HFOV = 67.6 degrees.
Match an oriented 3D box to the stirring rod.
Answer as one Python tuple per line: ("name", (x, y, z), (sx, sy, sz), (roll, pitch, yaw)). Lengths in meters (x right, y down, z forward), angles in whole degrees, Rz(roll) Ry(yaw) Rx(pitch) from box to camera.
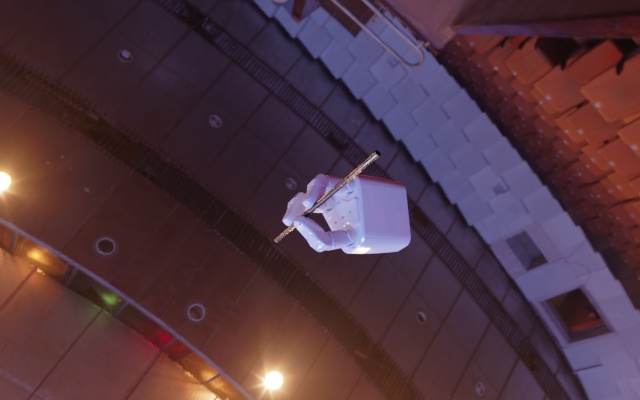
("stirring rod", (0.000, 0.002, 0.635), (0.011, 0.011, 0.240), (0, -28, -39))
